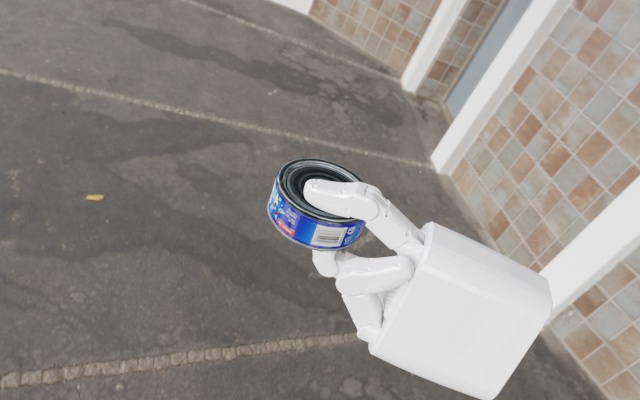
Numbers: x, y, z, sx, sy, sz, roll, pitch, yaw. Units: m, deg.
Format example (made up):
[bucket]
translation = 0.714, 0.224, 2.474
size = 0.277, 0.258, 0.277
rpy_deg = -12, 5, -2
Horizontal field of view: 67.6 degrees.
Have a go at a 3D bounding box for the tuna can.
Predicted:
[tuna can]
translation = 0.000, 0.001, 0.406
size = 0.086, 0.034, 0.086
rpy_deg = 13, 38, -10
